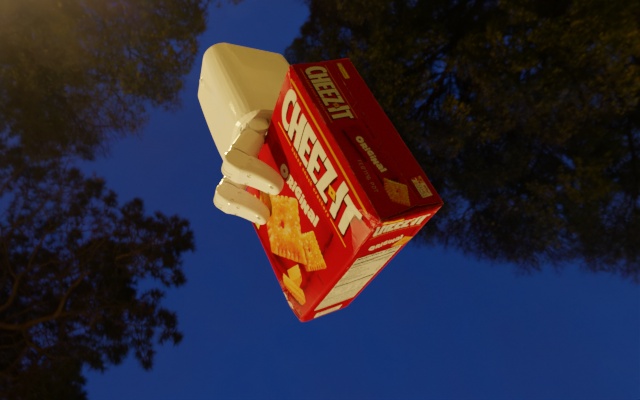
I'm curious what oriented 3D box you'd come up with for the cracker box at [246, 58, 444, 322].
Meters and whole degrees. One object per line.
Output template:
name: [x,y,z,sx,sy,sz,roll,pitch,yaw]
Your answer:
cracker box: [0.000,0.002,0.463,0.072,0.164,0.214,-15,-26,-29]
